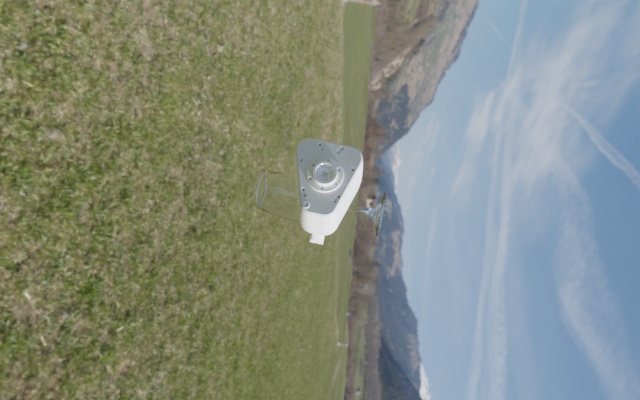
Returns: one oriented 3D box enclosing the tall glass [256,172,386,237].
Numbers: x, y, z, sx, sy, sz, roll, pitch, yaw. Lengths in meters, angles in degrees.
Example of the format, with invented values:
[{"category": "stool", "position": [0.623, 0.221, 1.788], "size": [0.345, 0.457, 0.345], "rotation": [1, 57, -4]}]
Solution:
[{"category": "tall glass", "position": [0.001, 0.003, 0.772], "size": [0.201, 0.079, 0.079], "rotation": [11, 1, 3]}]
